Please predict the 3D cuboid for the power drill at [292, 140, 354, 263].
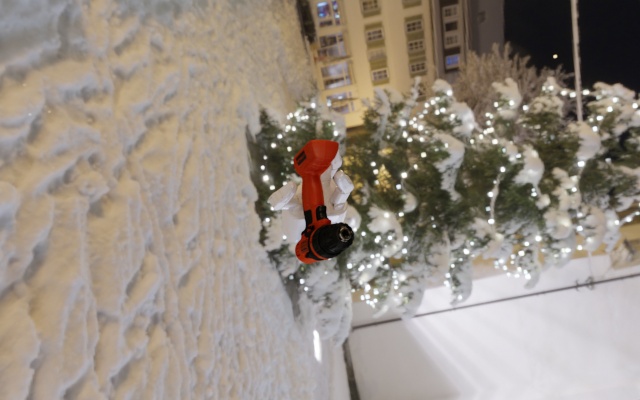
[{"bbox_3d":[0.000,0.002,0.765,0.057,0.187,0.184,4,-15,-21],"label":"power drill"}]
